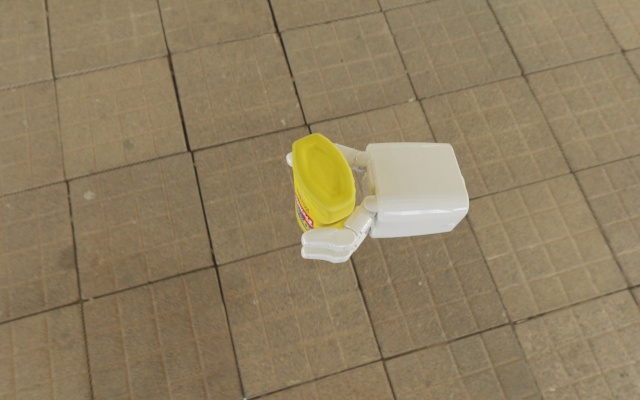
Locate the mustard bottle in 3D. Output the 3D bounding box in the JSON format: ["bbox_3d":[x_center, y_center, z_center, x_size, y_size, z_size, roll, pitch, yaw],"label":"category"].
[{"bbox_3d":[0.000,0.002,0.594,0.058,0.096,0.192,-25,-18,-11],"label":"mustard bottle"}]
